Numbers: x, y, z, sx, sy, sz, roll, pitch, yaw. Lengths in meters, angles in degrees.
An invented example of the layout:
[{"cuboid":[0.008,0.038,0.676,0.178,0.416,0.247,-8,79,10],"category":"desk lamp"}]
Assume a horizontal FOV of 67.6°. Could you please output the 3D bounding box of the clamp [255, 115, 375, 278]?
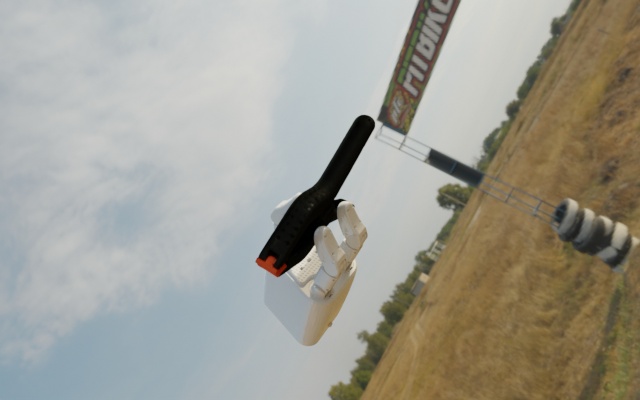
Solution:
[{"cuboid":[-0.001,0.002,0.553,0.036,0.165,0.210,28,43,17],"category":"clamp"}]
